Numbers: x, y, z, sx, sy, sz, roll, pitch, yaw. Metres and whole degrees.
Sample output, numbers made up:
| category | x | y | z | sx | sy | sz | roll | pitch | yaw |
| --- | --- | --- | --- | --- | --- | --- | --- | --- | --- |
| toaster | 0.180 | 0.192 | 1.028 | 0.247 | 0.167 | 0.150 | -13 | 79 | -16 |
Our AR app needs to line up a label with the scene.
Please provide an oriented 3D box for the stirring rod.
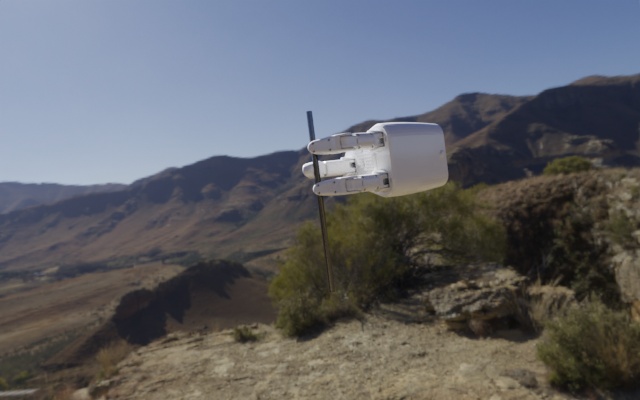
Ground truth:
| category | x | y | z | sx | sy | sz | roll | pitch | yaw |
| --- | --- | --- | --- | --- | --- | --- | --- | --- | --- |
| stirring rod | 0.000 | 0.002 | 0.631 | 0.011 | 0.239 | 0.011 | -7 | 1 | 0 |
